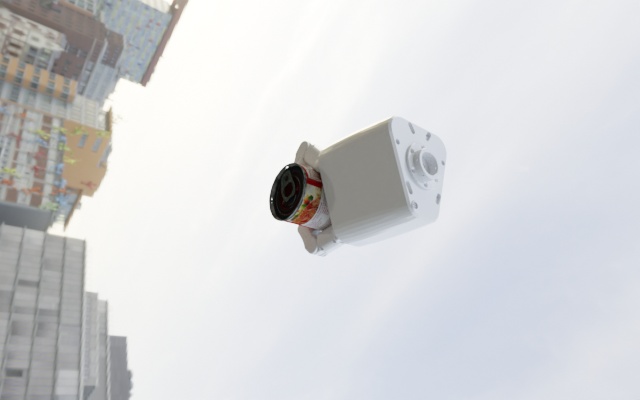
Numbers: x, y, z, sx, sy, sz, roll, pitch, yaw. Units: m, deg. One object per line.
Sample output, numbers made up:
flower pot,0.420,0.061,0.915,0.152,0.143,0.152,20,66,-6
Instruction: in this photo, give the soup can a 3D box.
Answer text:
soup can,0.000,0.002,0.565,0.102,0.068,0.068,17,-11,-36
